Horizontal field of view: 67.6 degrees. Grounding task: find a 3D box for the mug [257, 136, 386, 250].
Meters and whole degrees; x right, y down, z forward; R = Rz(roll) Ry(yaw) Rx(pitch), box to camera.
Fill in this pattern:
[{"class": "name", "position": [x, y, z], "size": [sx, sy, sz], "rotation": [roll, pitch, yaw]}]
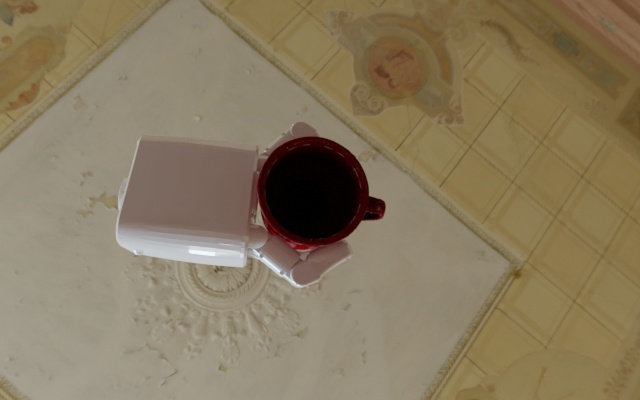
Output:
[{"class": "mug", "position": [0.001, 0.002, 0.430], "size": [0.117, 0.093, 0.081], "rotation": [7, -13, -8]}]
